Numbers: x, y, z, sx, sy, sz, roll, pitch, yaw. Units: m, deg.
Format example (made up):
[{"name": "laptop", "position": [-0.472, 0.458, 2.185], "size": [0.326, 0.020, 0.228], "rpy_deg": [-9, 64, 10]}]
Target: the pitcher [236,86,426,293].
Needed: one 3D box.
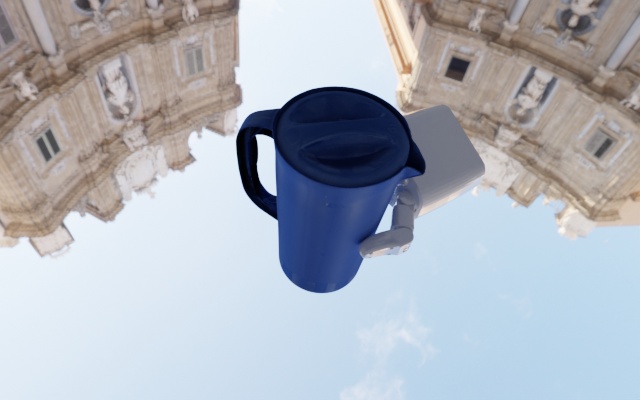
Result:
[{"name": "pitcher", "position": [0.000, 0.002, 0.536], "size": [0.145, 0.149, 0.243], "rpy_deg": [-23, -31, -23]}]
